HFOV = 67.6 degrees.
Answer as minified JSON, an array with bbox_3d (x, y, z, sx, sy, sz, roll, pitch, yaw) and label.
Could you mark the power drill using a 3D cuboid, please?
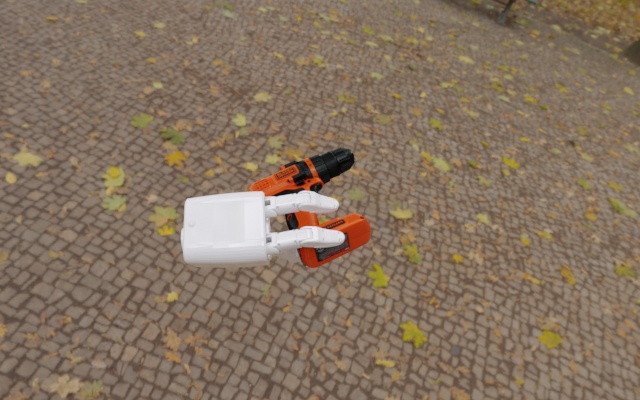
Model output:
[{"bbox_3d":[0.000,0.003,0.723,0.184,0.057,0.187,-26,43,-9],"label":"power drill"}]
